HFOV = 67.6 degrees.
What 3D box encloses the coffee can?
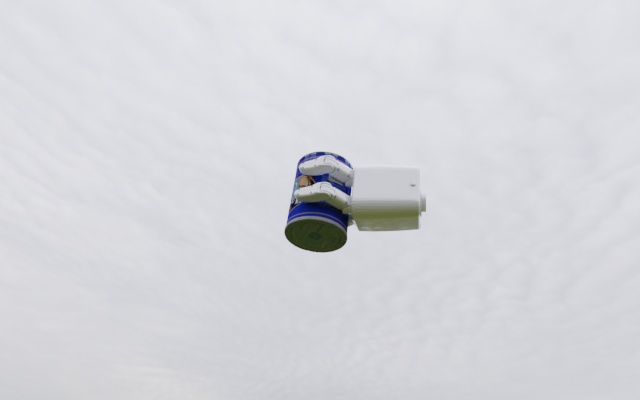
[{"bbox_3d":[0.000,0.003,0.809,0.103,0.140,0.103,5,-35,4],"label":"coffee can"}]
